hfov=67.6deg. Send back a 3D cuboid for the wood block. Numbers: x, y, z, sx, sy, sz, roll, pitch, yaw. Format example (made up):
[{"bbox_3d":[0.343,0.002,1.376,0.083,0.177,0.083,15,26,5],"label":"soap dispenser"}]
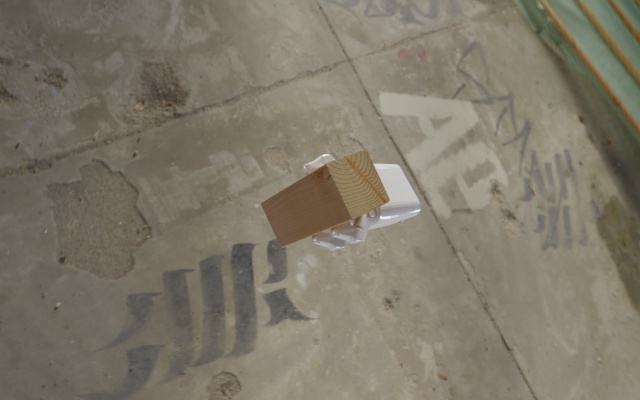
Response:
[{"bbox_3d":[0.000,0.002,0.780,0.090,0.091,0.206,-23,-2,-38],"label":"wood block"}]
